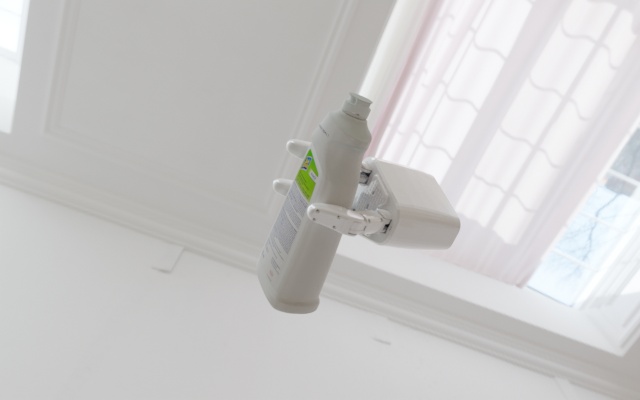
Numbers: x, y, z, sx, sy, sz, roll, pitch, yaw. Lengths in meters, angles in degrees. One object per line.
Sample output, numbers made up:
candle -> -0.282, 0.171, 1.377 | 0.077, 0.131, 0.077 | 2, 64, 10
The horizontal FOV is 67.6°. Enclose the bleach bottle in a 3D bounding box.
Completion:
bleach bottle -> 0.000, 0.002, 0.547 | 0.068, 0.251, 0.102 | 10, 25, -30
